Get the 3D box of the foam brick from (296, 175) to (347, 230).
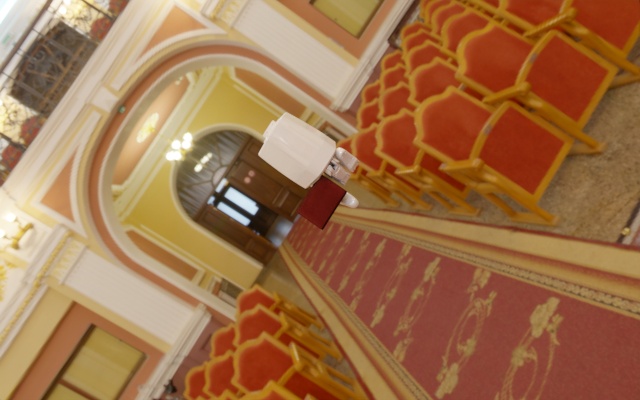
[{"bbox_3d":[0.000,0.003,0.815,0.051,0.078,0.053,33,-3,-8],"label":"foam brick"}]
